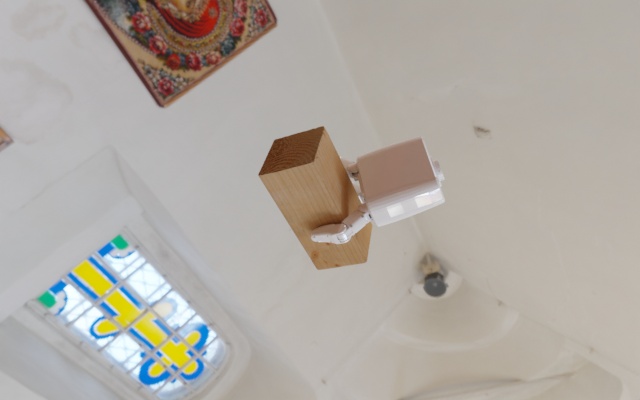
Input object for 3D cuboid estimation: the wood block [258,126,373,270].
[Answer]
[{"bbox_3d":[0.000,0.003,0.737,0.090,0.206,0.090,-12,37,24],"label":"wood block"}]
